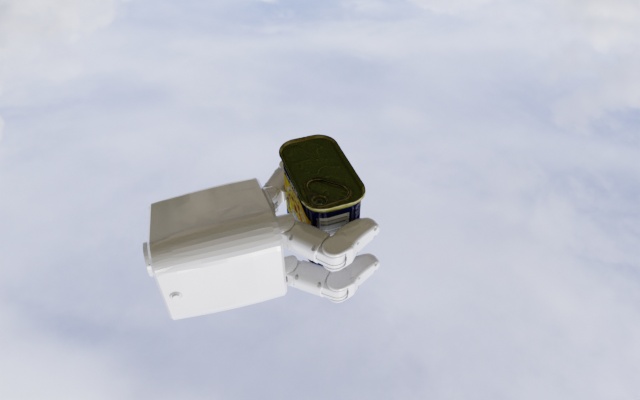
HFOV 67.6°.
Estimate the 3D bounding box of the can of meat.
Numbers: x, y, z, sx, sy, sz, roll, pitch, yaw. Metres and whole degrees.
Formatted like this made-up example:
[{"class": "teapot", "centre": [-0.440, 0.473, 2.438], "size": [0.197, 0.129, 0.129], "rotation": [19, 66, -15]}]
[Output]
[{"class": "can of meat", "centre": [0.000, 0.002, 0.454], "size": [0.057, 0.084, 0.102], "rotation": [-14, 45, -14]}]
